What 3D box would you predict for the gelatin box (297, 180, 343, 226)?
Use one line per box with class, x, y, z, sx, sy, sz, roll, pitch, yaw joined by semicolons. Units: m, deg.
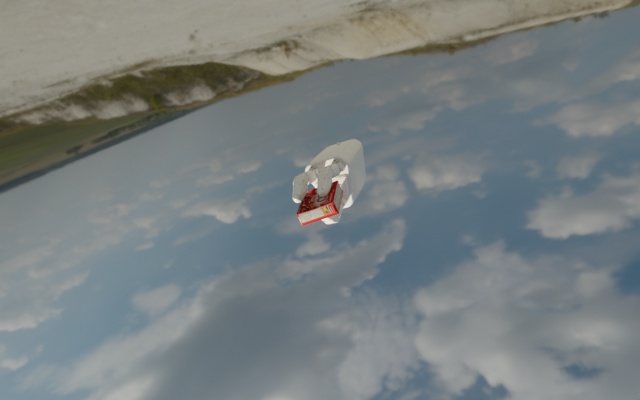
gelatin box;0.000;0.003;0.879;0.073;0.030;0.089;-19;25;18
